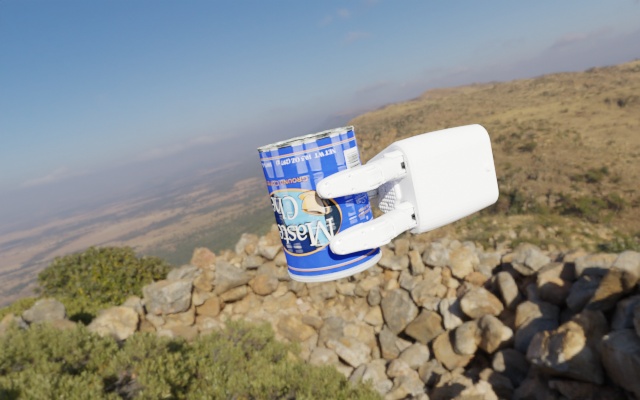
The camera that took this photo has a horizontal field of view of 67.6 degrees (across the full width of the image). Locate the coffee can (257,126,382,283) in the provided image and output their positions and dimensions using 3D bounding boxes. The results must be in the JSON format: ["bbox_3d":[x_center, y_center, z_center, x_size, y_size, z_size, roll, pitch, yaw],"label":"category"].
[{"bbox_3d":[0.000,0.002,0.503,0.103,0.140,0.103,-13,10,2],"label":"coffee can"}]
